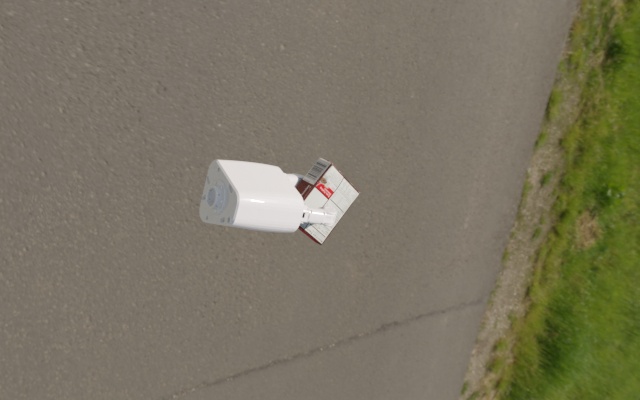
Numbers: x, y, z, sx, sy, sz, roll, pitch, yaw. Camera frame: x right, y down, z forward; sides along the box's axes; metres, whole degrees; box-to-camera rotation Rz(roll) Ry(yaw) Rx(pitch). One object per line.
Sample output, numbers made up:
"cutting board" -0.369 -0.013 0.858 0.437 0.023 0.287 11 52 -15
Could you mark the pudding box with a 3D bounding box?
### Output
"pudding box" 0.000 0.003 0.768 0.039 0.113 0.090 31 -10 48
